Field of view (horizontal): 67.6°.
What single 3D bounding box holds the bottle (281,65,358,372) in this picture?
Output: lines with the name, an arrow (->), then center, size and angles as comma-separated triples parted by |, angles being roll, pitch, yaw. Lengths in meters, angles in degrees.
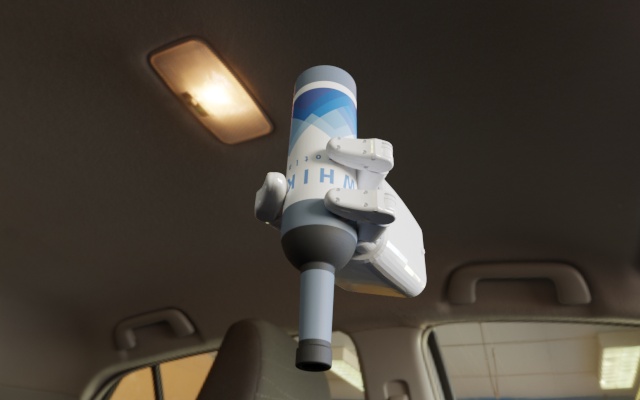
bottle -> 0.000, 0.001, 0.434 | 0.069, 0.295, 0.069 | 2, -34, 1
